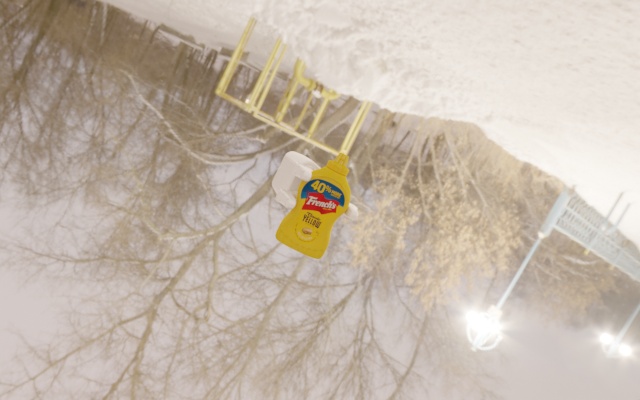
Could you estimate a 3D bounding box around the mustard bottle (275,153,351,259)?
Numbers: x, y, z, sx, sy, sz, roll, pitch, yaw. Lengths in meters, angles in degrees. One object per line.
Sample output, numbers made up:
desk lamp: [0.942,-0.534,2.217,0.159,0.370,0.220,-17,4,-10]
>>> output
mustard bottle: [0.000,0.003,0.861,0.096,0.191,0.058,27,8,-3]
